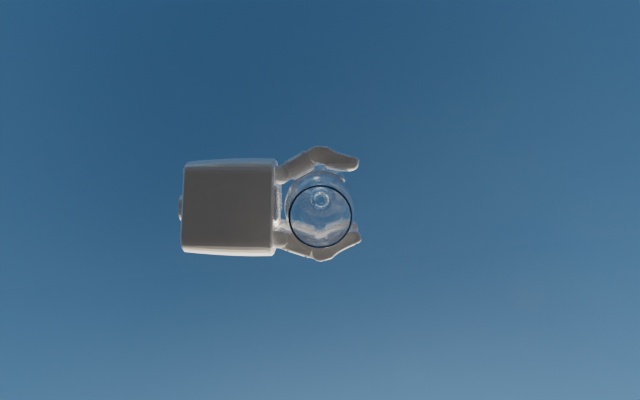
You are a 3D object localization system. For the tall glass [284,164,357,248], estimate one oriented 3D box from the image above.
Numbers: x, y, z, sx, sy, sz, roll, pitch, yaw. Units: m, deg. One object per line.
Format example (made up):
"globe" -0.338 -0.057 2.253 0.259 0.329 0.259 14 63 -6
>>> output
"tall glass" 0.000 0.002 0.554 0.079 0.079 0.201 0 8 0
